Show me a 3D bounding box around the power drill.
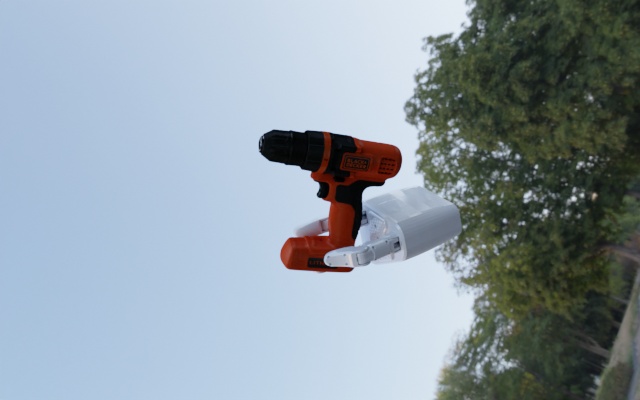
[{"bbox_3d":[0.000,0.002,0.620,0.184,0.188,0.057,6,26,-15],"label":"power drill"}]
